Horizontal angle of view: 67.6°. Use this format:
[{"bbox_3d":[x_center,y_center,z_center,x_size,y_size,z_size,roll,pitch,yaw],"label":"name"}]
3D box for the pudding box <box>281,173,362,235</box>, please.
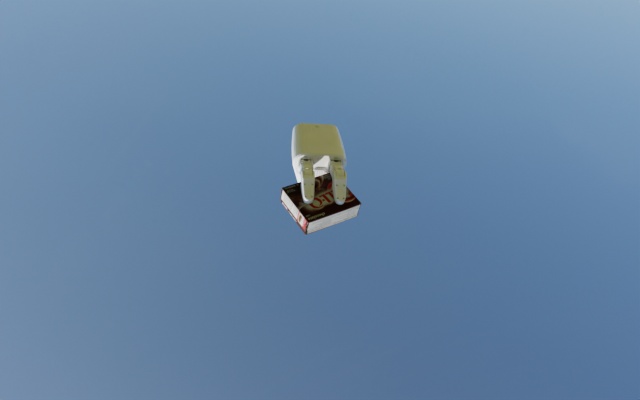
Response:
[{"bbox_3d":[0.000,0.003,0.831,0.113,0.039,0.090,-21,52,-27],"label":"pudding box"}]
